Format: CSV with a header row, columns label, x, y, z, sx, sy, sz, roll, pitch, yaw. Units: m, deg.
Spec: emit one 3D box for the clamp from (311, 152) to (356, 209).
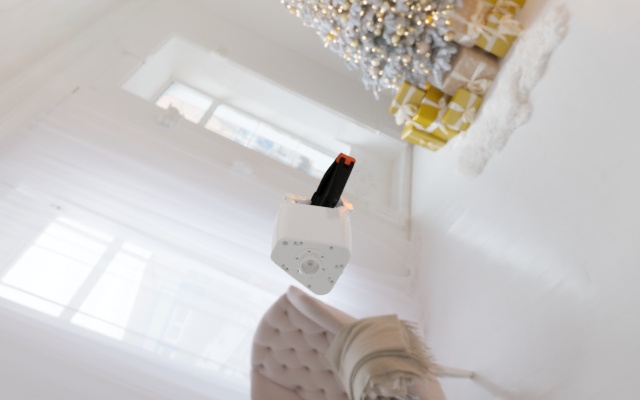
label,x,y,z,sx,sy,sz,roll,pitch,yaw
clamp,0.000,0.002,0.841,0.036,0.210,0.164,22,23,-13
